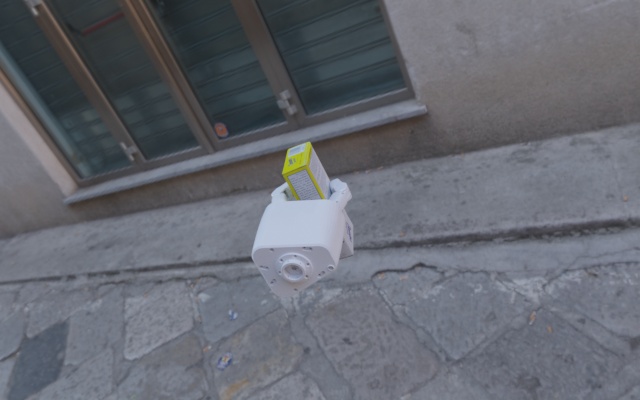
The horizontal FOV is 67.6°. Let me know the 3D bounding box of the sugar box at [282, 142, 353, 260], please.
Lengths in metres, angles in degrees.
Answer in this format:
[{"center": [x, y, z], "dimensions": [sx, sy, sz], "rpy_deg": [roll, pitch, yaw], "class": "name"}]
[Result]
[{"center": [0.000, 0.003, 0.762], "dimensions": [0.048, 0.176, 0.093], "rpy_deg": [-19, 27, 14], "class": "sugar box"}]
